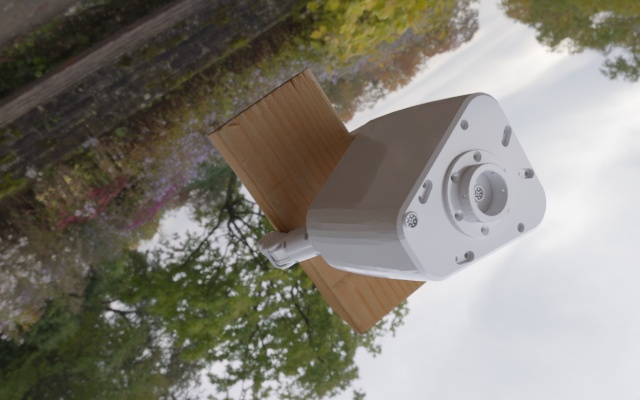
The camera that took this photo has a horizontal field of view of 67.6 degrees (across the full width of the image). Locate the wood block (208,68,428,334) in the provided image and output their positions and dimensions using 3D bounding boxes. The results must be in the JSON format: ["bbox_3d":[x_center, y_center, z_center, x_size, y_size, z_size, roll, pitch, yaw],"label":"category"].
[{"bbox_3d":[0.000,0.002,0.424,0.091,0.206,0.090,-36,14,-10],"label":"wood block"}]
